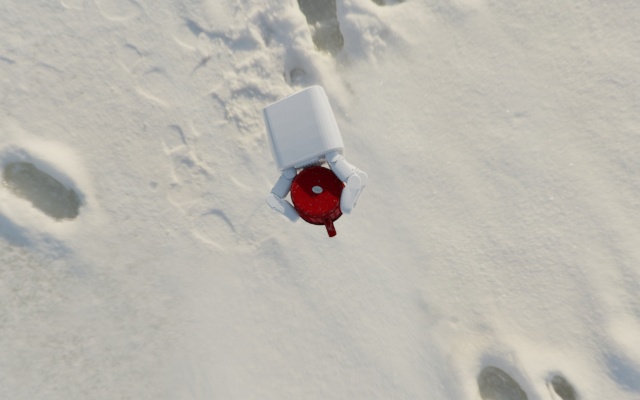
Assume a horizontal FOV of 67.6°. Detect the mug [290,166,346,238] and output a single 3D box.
[{"bbox_3d":[0.000,0.004,0.755,0.093,0.117,0.081,-17,-8,2],"label":"mug"}]
